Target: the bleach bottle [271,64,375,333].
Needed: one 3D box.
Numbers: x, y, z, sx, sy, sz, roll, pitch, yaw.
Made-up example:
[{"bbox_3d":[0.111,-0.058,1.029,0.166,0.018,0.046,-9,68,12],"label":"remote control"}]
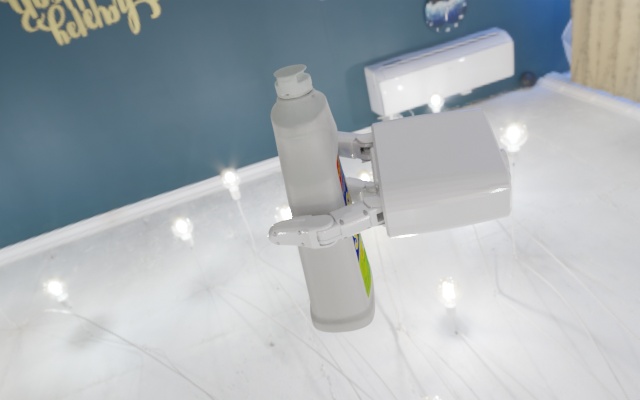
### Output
[{"bbox_3d":[0.000,0.001,0.451,0.068,0.251,0.102,-8,31,9],"label":"bleach bottle"}]
